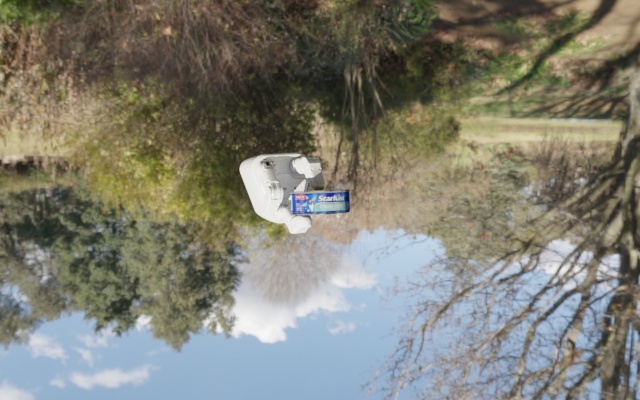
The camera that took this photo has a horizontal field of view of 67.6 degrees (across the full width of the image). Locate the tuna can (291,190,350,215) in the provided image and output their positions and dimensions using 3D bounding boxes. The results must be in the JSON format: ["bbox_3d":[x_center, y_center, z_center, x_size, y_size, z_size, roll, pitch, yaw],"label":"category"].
[{"bbox_3d":[0.000,0.003,0.689,0.086,0.034,0.086,-2,1,0],"label":"tuna can"}]
